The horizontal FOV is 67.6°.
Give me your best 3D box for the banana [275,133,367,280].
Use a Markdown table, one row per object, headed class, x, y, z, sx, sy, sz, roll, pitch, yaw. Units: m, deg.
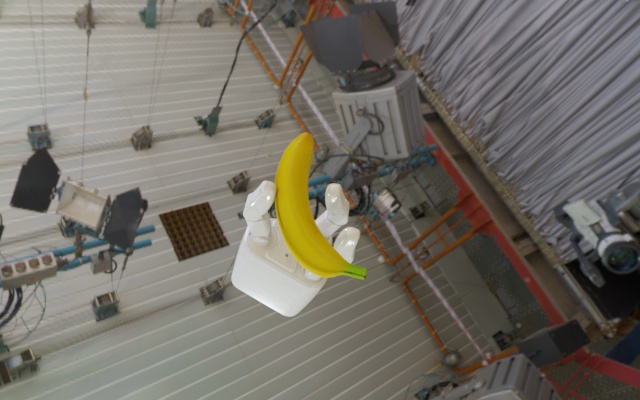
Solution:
| class | x | y | z | sx | sy | sz | roll | pitch | yaw |
| --- | --- | --- | --- | --- | --- | --- | --- | --- | --- |
| banana | -0.016 | 0.006 | 0.518 | 0.069 | 0.197 | 0.037 | -6 | -33 | -23 |
